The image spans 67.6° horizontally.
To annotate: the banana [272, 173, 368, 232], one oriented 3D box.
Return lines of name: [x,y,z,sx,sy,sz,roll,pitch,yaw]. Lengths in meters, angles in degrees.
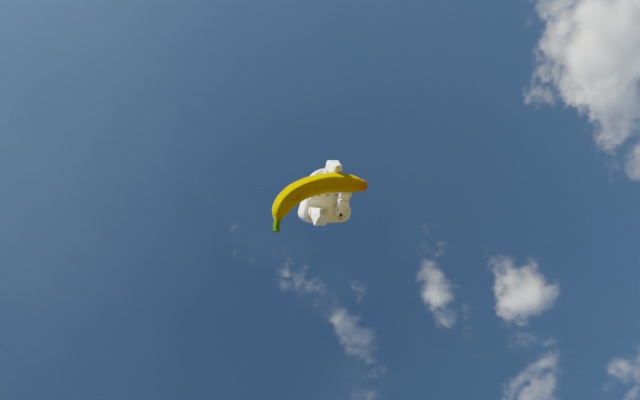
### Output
banana: [-0.011,-0.013,0.876,0.198,0.069,0.037,-25,2,-12]
